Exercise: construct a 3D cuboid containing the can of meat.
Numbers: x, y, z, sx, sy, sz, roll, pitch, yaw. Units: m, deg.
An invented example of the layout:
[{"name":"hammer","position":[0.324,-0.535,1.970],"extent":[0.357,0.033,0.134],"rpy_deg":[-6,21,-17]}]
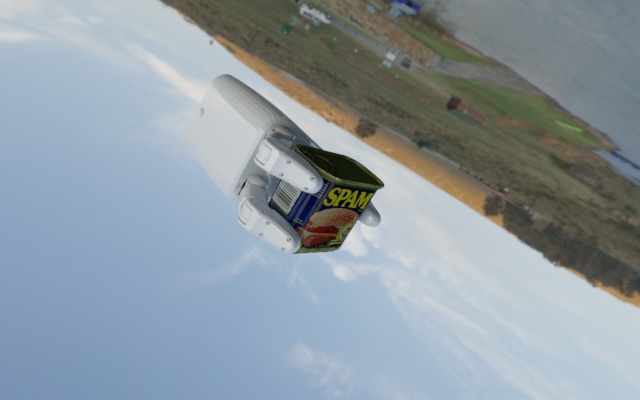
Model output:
[{"name":"can of meat","position":[0.000,0.002,0.453],"extent":[0.057,0.084,0.102],"rpy_deg":[43,21,31]}]
